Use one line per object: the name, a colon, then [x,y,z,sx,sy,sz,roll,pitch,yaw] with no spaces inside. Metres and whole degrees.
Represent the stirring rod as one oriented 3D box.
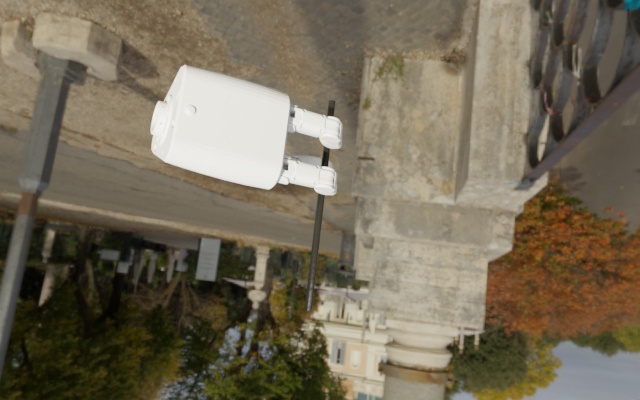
stirring rod: [0.000,0.002,0.538,0.011,0.239,0.011,6,-10,1]
